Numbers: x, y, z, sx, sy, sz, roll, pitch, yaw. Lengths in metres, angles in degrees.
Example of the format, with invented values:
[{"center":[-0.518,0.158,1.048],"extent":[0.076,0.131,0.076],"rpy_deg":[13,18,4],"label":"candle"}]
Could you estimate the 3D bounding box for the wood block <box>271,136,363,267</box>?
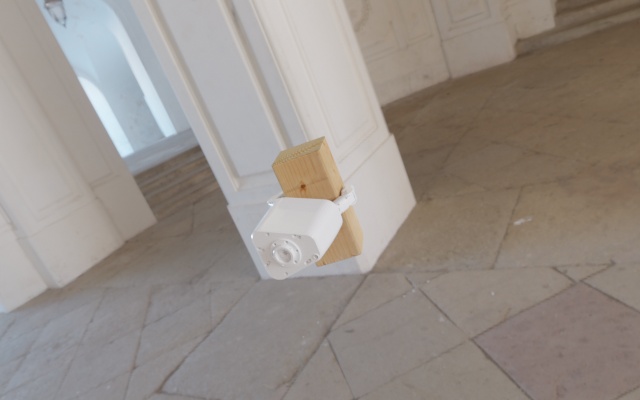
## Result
[{"center":[0.000,0.003,0.862],"extent":[0.091,0.206,0.090],"rpy_deg":[-18,20,14],"label":"wood block"}]
